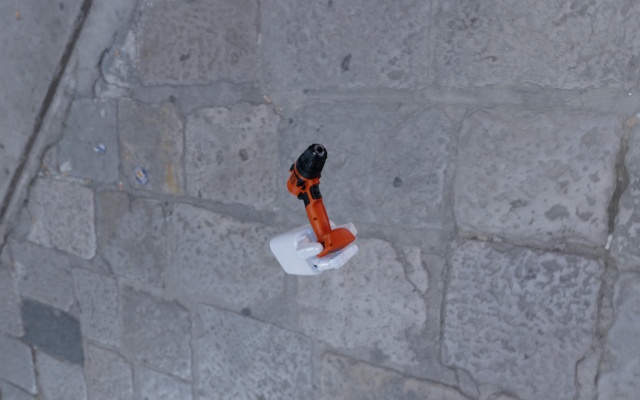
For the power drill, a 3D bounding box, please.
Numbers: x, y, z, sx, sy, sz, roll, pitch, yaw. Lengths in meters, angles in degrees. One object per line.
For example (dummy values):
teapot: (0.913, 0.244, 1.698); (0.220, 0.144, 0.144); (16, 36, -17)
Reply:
power drill: (0.000, 0.003, 0.894); (0.057, 0.187, 0.184); (-17, -13, -19)
